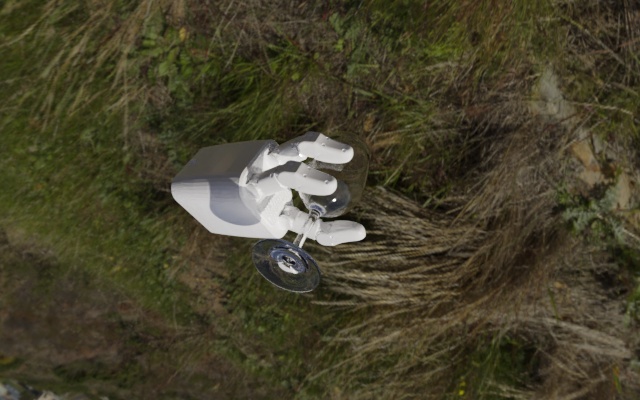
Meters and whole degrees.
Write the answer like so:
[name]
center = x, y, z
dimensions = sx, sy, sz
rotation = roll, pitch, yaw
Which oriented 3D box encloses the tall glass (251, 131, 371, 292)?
[tall glass]
center = 0.000, 0.002, 0.534
dimensions = 0.079, 0.079, 0.201
rotation = 0, 40, 27
